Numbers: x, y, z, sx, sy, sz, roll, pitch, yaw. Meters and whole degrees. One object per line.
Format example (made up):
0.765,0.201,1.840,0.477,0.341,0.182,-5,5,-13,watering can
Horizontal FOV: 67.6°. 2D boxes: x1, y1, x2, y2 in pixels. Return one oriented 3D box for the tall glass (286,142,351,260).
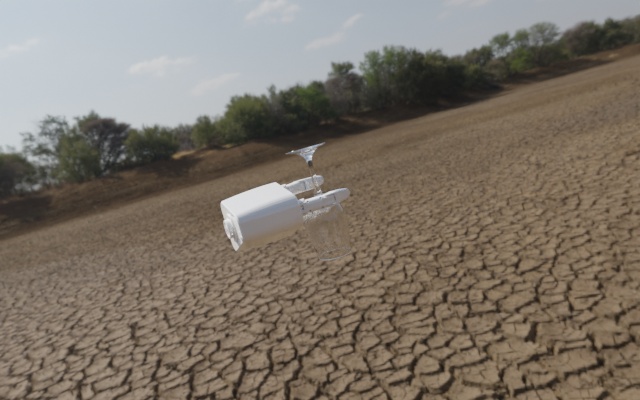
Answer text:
0.000,0.002,0.853,0.079,0.201,0.079,-16,7,2,tall glass
